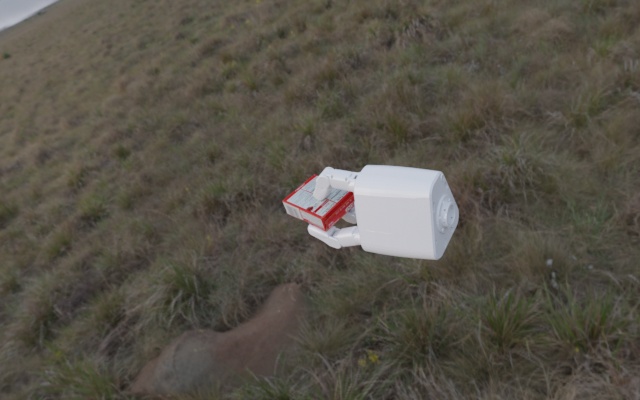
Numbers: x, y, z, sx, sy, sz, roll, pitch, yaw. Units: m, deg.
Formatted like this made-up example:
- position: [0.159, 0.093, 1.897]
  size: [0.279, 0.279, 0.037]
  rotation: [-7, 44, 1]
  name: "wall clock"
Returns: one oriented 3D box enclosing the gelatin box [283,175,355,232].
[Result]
- position: [0.000, 0.002, 0.714]
  size: [0.089, 0.030, 0.073]
  rotation: [22, 53, 40]
  name: "gelatin box"
